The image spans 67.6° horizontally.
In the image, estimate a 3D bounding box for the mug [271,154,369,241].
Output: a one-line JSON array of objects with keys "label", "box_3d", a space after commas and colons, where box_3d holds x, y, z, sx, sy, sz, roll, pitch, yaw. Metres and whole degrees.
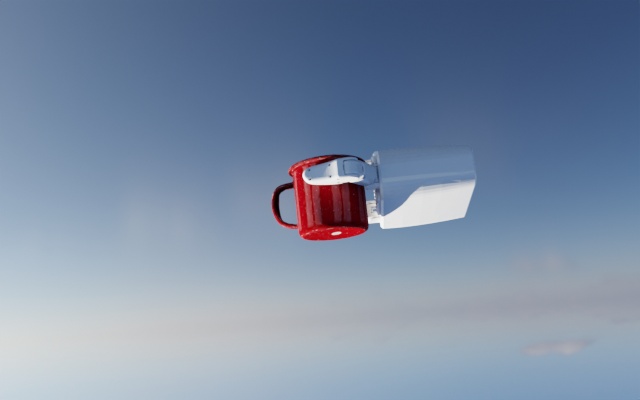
[{"label": "mug", "box_3d": [-0.001, 0.002, 0.558, 0.117, 0.081, 0.093, -7, -14, 5]}]
